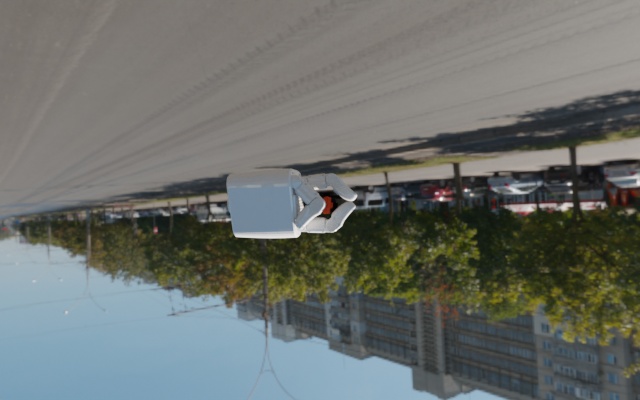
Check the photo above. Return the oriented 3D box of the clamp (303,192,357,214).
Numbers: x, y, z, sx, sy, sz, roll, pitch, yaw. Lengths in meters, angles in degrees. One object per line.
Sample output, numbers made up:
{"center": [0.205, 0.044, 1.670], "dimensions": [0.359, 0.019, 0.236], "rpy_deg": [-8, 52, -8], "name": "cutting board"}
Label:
{"center": [0.000, 0.003, 0.849], "dimensions": [0.120, 0.039, 0.171], "rpy_deg": [-2, 0, 9], "name": "clamp"}
